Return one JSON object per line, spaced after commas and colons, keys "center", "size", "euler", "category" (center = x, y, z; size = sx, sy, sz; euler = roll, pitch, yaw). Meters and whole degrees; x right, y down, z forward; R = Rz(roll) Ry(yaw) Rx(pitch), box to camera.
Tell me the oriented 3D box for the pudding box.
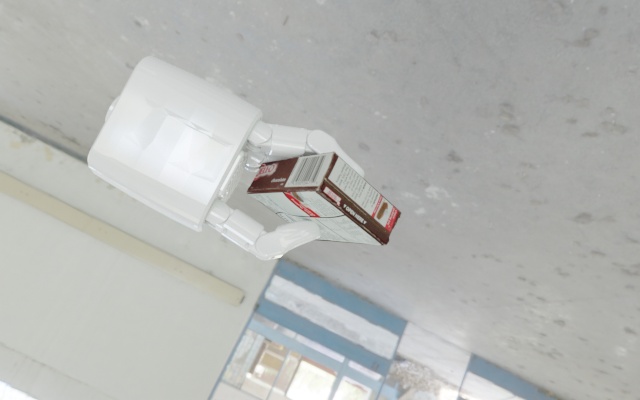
{"center": [0.000, 0.002, 0.425], "size": [0.090, 0.039, 0.113], "euler": [38, -21, -31], "category": "pudding box"}
